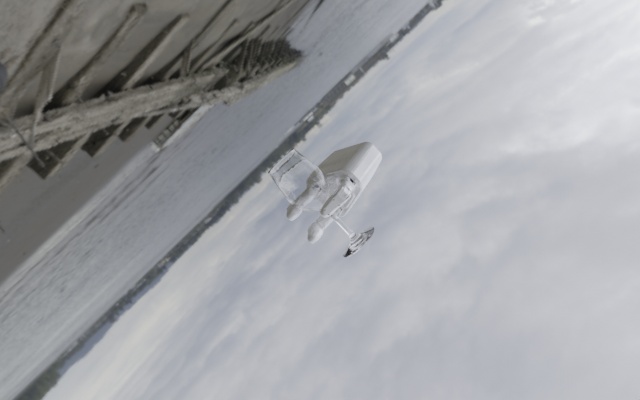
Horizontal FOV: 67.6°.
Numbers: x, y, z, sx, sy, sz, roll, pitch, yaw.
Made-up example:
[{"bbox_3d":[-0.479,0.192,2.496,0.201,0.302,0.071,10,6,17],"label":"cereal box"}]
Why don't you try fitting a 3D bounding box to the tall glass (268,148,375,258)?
[{"bbox_3d":[0.001,0.003,0.828,0.079,0.201,0.079,-43,9,8],"label":"tall glass"}]
